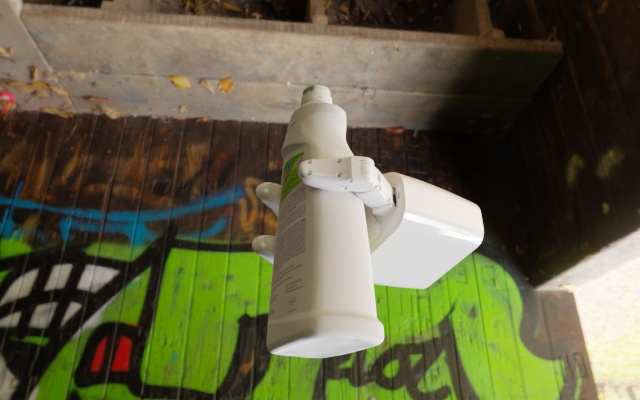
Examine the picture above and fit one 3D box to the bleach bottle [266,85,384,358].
[{"bbox_3d":[0.000,0.001,0.419,0.068,0.250,0.102,15,-30,-27],"label":"bleach bottle"}]
